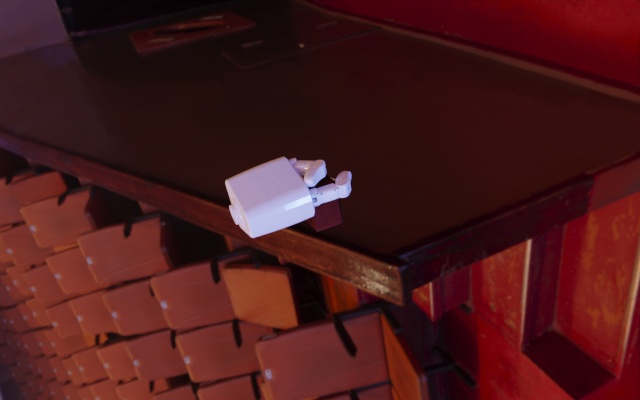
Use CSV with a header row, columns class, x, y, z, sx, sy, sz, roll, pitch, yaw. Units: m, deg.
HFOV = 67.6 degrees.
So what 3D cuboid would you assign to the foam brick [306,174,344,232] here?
class,x,y,z,sx,sy,sz,roll,pitch,yaw
foam brick,0.000,0.003,0.795,0.051,0.078,0.053,-22,31,-17
